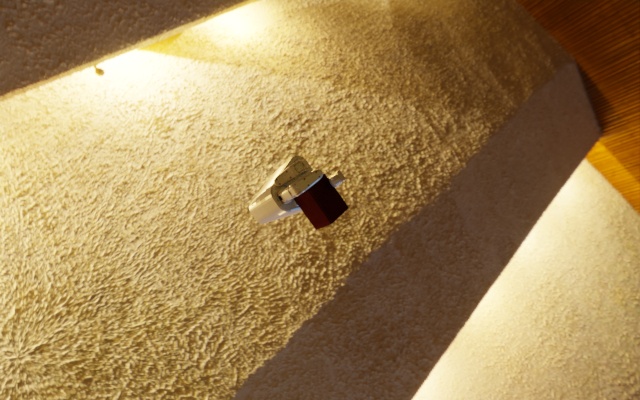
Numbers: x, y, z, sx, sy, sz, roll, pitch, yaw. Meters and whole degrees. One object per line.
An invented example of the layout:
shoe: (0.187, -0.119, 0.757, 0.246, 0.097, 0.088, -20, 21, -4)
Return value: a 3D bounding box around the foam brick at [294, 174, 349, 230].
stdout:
foam brick: (0.000, 0.003, 0.842, 0.053, 0.078, 0.051, -38, 5, -38)
